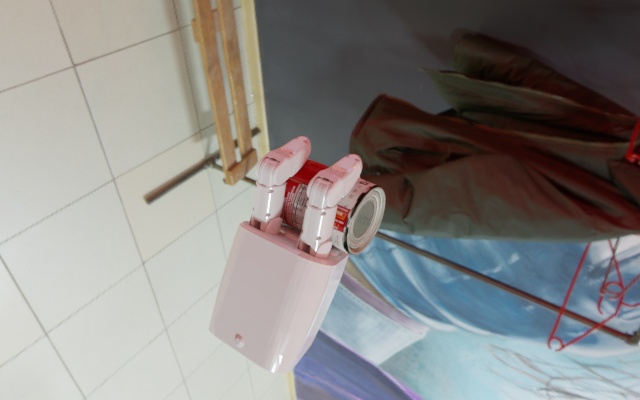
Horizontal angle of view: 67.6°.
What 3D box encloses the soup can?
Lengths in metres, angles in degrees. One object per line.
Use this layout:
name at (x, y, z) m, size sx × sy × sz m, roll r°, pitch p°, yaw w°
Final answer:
soup can at (0.001, 0.001, 0.445) m, size 0.102 × 0.068 × 0.068 m, roll 23°, pitch 11°, yaw 28°
